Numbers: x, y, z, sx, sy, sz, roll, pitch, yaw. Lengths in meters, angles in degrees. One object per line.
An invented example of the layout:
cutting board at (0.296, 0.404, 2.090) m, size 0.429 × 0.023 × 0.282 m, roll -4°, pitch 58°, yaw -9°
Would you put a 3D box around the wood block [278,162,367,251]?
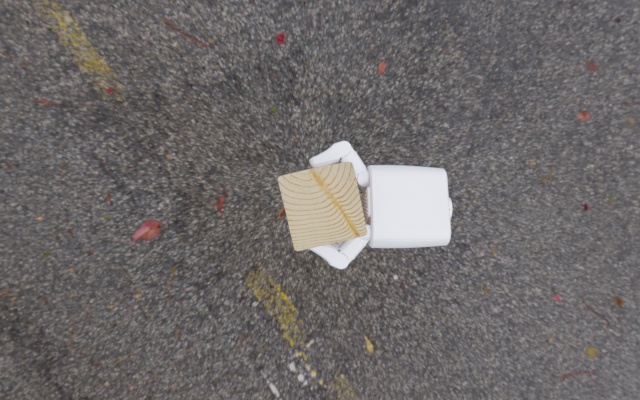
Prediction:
wood block at (0.000, 0.002, 0.649) m, size 0.090 × 0.091 × 0.206 m, roll -12°, pitch 2°, yaw -1°
